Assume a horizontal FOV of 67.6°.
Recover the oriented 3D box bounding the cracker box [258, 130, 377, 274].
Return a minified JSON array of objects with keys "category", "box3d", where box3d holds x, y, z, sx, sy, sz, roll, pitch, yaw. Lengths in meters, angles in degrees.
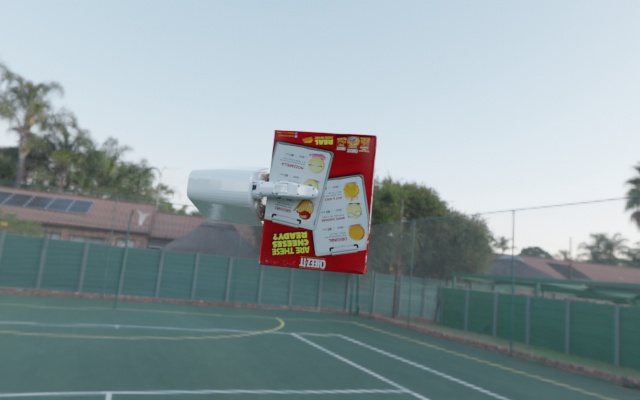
[{"category":"cracker box","box3d":[0.000,0.002,0.753,0.164,0.213,0.072,4,-8,9]}]
